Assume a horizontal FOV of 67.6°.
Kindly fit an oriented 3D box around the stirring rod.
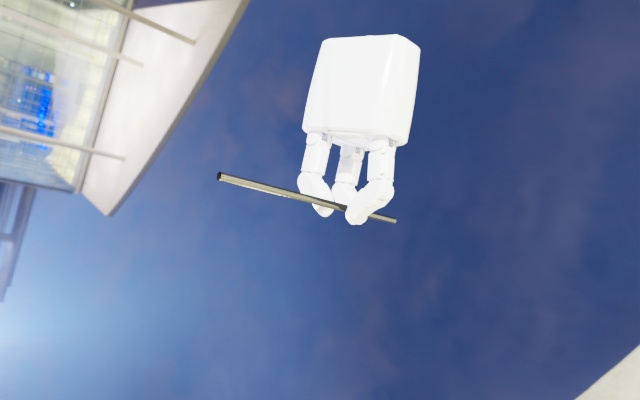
[{"bbox_3d":[0.000,0.002,0.488,0.239,0.011,0.011,15,-10,-42],"label":"stirring rod"}]
